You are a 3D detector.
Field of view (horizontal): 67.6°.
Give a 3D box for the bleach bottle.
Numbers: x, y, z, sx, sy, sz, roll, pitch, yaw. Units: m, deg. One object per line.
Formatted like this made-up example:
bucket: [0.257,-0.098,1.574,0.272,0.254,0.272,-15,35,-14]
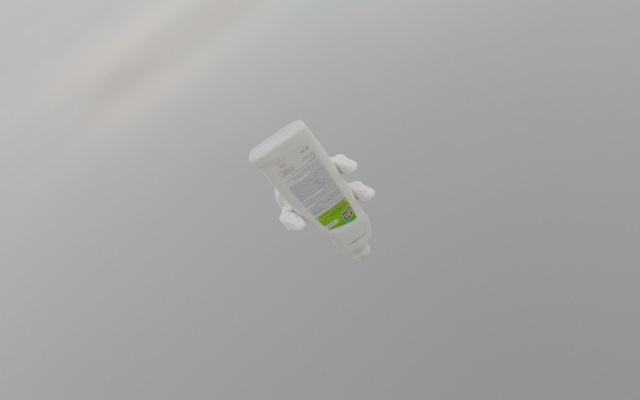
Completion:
bleach bottle: [0.000,0.002,0.754,0.102,0.251,0.068,-33,24,3]
